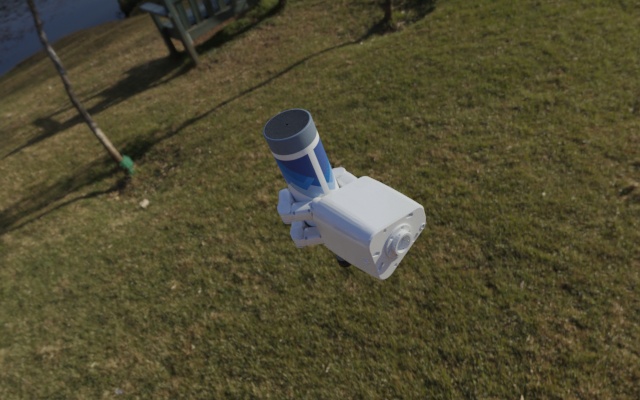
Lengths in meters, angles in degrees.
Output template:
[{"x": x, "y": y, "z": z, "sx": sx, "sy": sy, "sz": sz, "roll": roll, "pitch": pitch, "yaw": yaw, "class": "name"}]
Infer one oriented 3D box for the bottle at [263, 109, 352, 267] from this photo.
[{"x": 0.000, "y": 0.002, "z": 0.713, "sx": 0.069, "sy": 0.069, "sz": 0.296, "roll": 0, "pitch": -43, "yaw": 24, "class": "bottle"}]
